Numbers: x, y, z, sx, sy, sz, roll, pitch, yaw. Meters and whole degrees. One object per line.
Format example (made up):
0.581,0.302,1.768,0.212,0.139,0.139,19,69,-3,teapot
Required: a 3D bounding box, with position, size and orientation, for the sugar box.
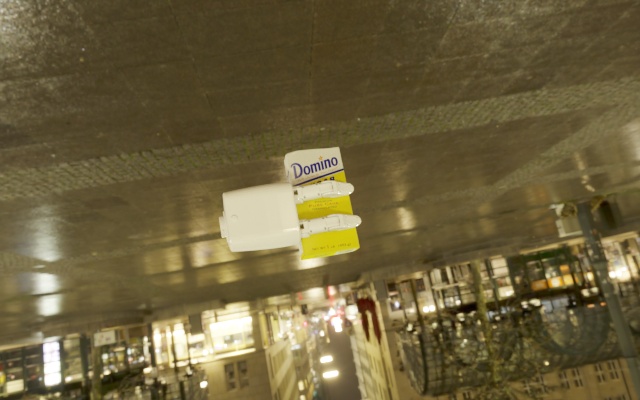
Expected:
0.000,0.003,0.782,0.093,0.176,0.048,-8,-14,-13,sugar box
